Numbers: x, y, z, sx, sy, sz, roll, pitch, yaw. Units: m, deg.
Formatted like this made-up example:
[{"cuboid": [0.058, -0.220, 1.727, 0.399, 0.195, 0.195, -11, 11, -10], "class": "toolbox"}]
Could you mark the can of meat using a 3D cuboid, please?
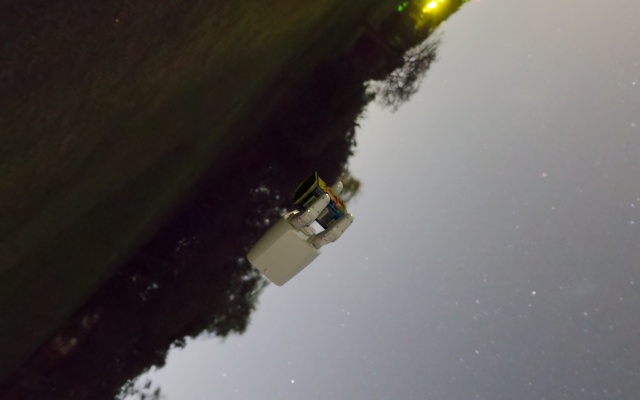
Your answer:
[{"cuboid": [0.000, 0.003, 0.870, 0.057, 0.084, 0.102, -44, 13, 10], "class": "can of meat"}]
